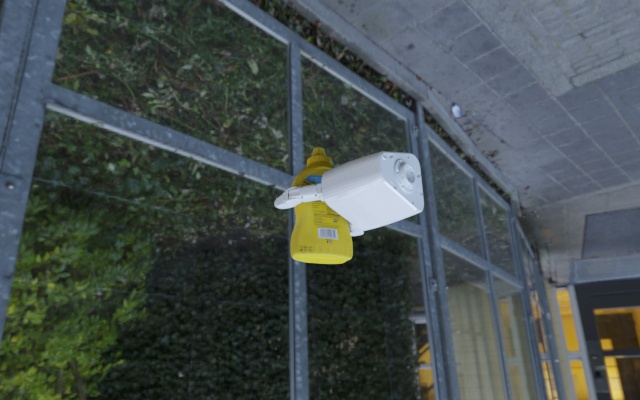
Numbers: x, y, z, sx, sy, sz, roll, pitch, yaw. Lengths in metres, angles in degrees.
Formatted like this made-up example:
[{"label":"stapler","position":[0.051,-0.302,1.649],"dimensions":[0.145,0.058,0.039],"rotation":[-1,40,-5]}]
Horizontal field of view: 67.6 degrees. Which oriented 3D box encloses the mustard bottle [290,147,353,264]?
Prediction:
[{"label":"mustard bottle","position":[0.000,0.003,0.769],"dimensions":[0.096,0.191,0.058],"rotation":[7,-22,-21]}]
